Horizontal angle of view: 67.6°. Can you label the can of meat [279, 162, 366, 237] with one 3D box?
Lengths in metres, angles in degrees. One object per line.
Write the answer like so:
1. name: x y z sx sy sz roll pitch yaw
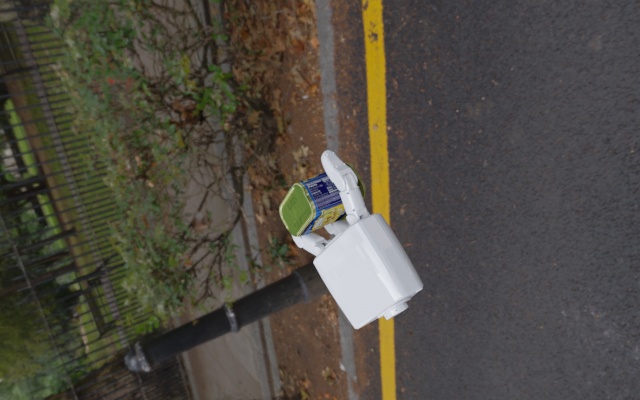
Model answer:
1. can of meat: 0.000 0.002 0.644 0.084 0.057 0.102 -21 -17 -29
